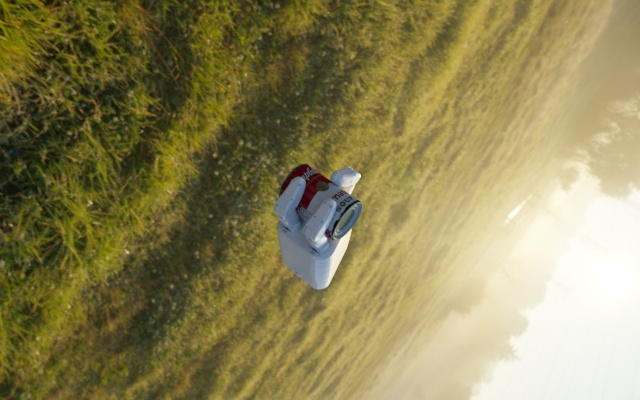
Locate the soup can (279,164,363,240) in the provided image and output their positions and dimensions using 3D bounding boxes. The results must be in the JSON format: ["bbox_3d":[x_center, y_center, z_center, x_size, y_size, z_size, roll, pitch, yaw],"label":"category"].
[{"bbox_3d":[0.000,0.002,0.679,0.102,0.068,0.068,36,15,23],"label":"soup can"}]
